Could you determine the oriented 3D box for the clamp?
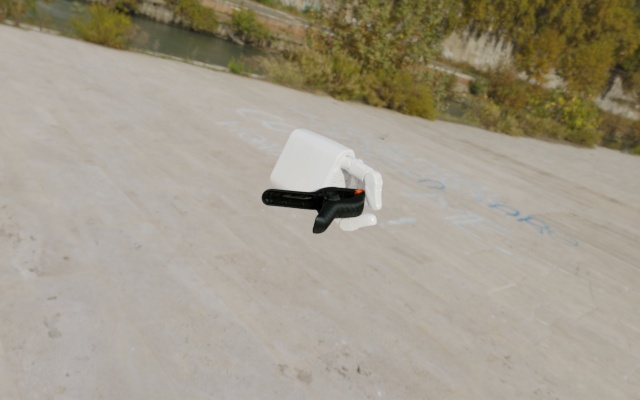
[{"bbox_3d":[0.000,0.002,0.707,0.120,0.039,0.171,30,24,28],"label":"clamp"}]
